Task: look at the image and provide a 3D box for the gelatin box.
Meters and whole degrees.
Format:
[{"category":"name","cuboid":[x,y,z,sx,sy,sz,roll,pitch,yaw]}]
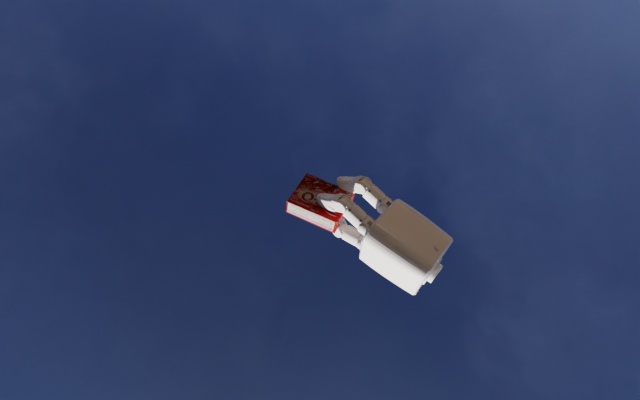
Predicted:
[{"category":"gelatin box","cuboid":[0.000,0.003,0.764,0.089,0.030,0.073,23,49,11]}]
